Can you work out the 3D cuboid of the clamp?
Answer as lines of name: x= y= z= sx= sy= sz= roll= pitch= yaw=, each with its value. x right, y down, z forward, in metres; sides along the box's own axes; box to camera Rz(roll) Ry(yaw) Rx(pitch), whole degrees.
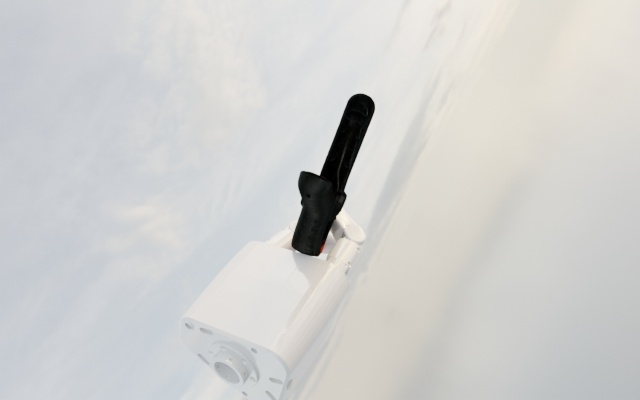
clamp: x=0.000 y=0.001 z=0.418 sx=0.039 sy=0.172 sz=0.120 roll=26 pitch=42 yaw=13
